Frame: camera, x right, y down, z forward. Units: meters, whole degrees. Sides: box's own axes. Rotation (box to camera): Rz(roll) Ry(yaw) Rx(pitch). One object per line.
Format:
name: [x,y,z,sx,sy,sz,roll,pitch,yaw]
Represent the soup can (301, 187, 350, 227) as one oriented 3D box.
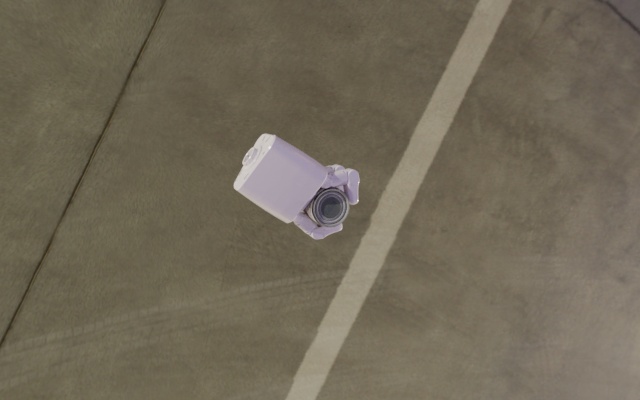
soup can: [0.001,0.003,0.820,0.068,0.068,0.102,0,10,-21]
